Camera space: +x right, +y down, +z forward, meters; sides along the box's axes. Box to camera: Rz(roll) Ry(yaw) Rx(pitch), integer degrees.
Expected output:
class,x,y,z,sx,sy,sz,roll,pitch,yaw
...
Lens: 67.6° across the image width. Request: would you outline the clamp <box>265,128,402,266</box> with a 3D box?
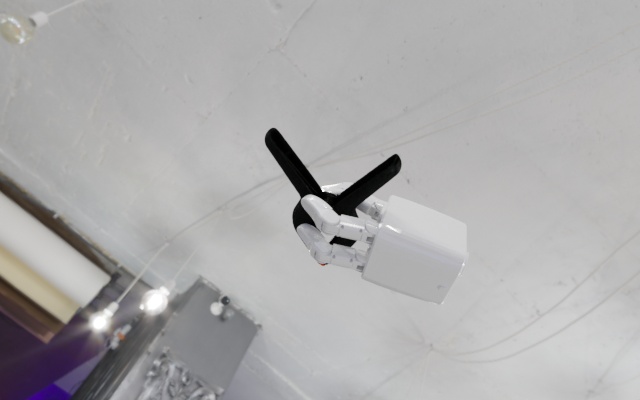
class,x,y,z,sx,sy,sz,roll,pitch,yaw
clamp,0.000,0.002,0.616,0.164,0.210,0.036,19,44,7
